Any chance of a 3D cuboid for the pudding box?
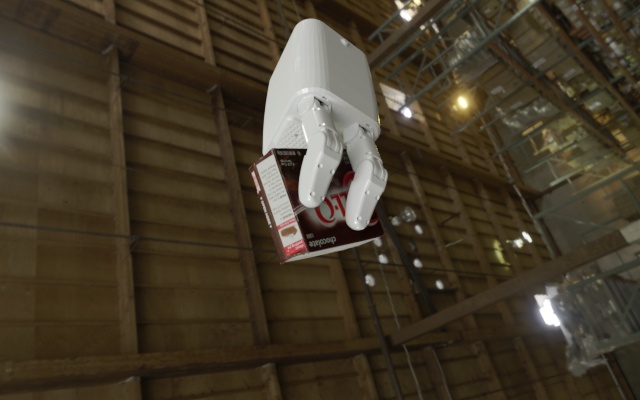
[{"bbox_3d":[0.000,0.001,0.421,0.039,0.090,0.113,-30,-15,40],"label":"pudding box"}]
